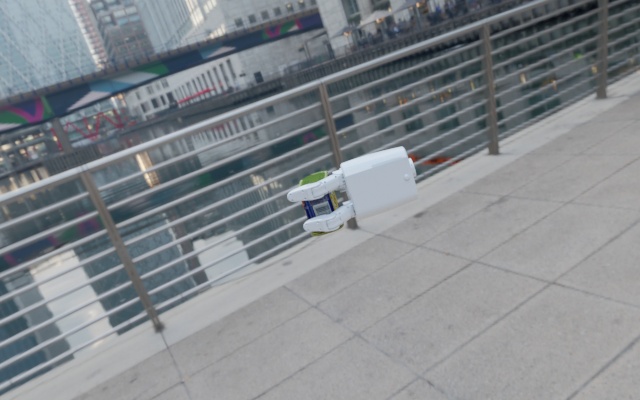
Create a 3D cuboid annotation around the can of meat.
[{"bbox_3d":[0.000,0.002,0.818,0.057,0.084,0.102,-17,15,7],"label":"can of meat"}]
